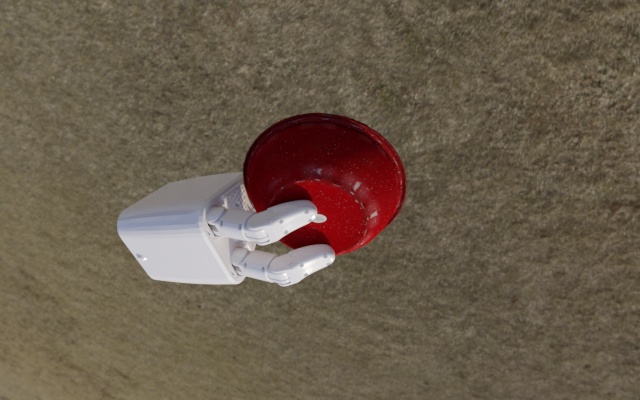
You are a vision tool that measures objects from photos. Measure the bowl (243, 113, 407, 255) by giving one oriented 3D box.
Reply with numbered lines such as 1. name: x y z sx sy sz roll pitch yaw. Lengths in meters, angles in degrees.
1. bowl: 0.001 0.001 0.449 0.162 0.162 0.055 0 39 9
